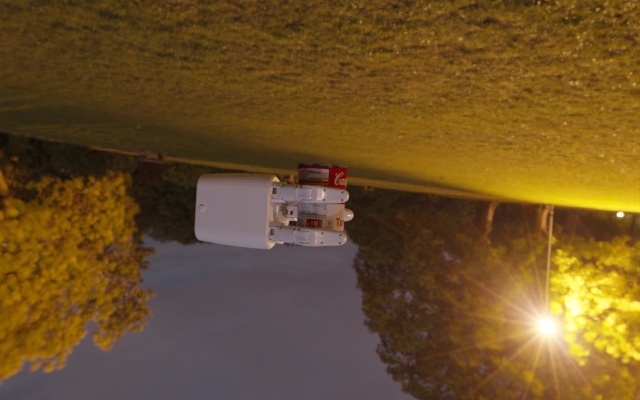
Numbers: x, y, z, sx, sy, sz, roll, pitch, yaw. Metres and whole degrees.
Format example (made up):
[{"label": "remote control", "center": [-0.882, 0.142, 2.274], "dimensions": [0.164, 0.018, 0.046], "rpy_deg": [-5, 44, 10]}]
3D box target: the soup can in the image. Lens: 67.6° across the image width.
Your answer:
[{"label": "soup can", "center": [0.001, 0.002, 0.651], "dimensions": [0.068, 0.102, 0.068], "rpy_deg": [3, 1, 0]}]
